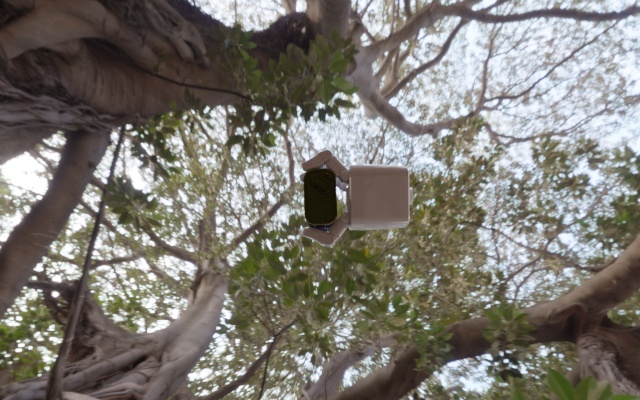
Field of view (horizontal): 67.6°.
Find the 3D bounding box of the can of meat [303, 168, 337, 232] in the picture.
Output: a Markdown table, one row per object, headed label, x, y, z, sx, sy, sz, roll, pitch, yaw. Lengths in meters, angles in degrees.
| label | x | y | z | sx | sy | sz | roll | pitch | yaw |
| --- | --- | --- | --- | --- | --- | --- | --- | --- | --- |
| can of meat | 0.000 | 0.003 | 0.868 | 0.057 | 0.102 | 0.084 | -2 | -15 | 0 |
